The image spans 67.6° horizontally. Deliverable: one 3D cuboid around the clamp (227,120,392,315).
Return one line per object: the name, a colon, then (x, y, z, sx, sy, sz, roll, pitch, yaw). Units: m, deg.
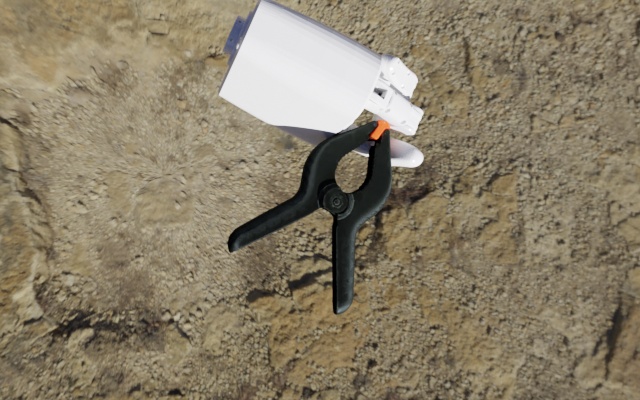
clamp: (0.000, 0.001, 0.414, 0.120, 0.171, 0.039, 24, -4, -15)
